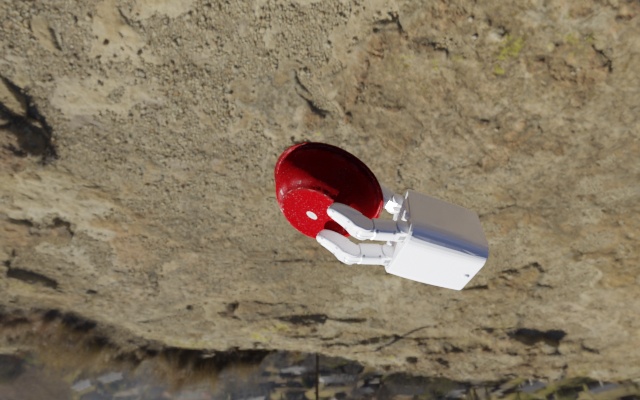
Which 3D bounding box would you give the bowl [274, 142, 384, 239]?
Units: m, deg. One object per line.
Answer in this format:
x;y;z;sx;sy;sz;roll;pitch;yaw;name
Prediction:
-0.001;0.002;0.645;0.162;0.162;0.055;0;40;29;bowl
